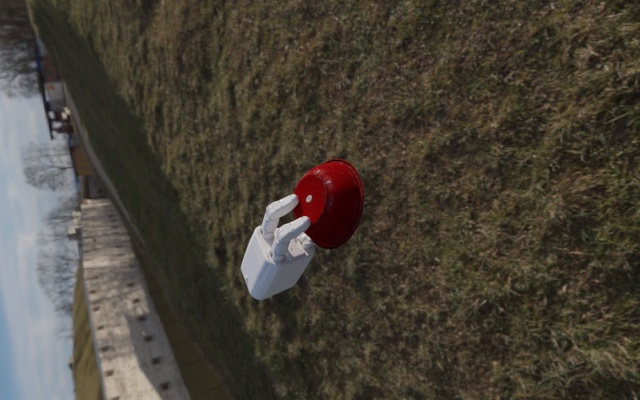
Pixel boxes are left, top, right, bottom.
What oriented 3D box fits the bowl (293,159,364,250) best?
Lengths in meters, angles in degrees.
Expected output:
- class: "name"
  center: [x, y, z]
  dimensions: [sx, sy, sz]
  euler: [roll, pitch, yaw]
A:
- class: "bowl"
  center: [0.000, 0.002, 0.829]
  dimensions: [0.055, 0.162, 0.162]
  euler: [10, -6, -40]
